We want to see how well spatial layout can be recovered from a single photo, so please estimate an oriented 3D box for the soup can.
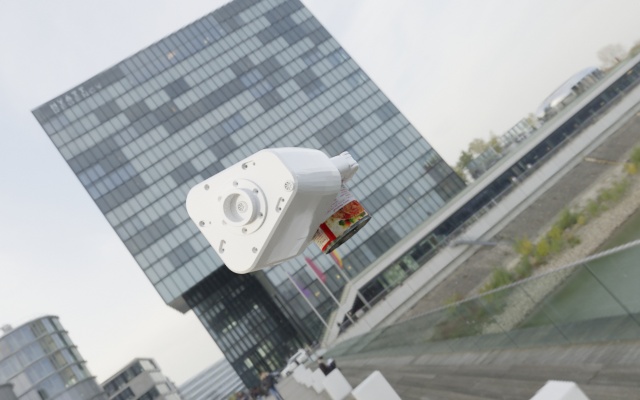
[{"bbox_3d":[0.000,0.001,0.547,0.068,0.102,0.068,-38,-11,-9],"label":"soup can"}]
